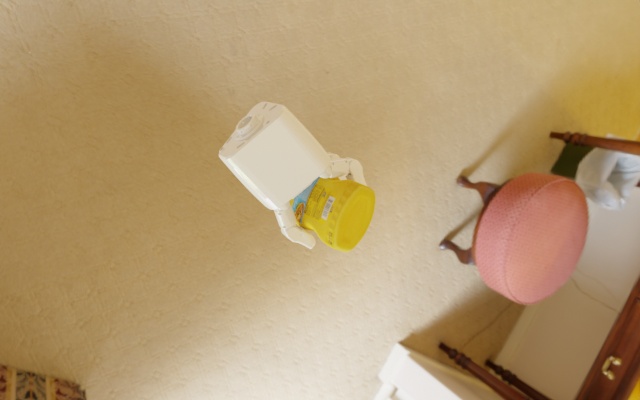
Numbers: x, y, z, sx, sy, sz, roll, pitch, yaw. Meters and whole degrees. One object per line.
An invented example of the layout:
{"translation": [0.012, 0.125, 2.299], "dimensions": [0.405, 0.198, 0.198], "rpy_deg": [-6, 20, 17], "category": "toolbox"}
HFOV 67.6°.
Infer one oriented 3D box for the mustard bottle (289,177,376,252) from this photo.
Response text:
{"translation": [0.000, 0.003, 0.721], "dimensions": [0.058, 0.096, 0.191], "rpy_deg": [19, 4, -34], "category": "mustard bottle"}
